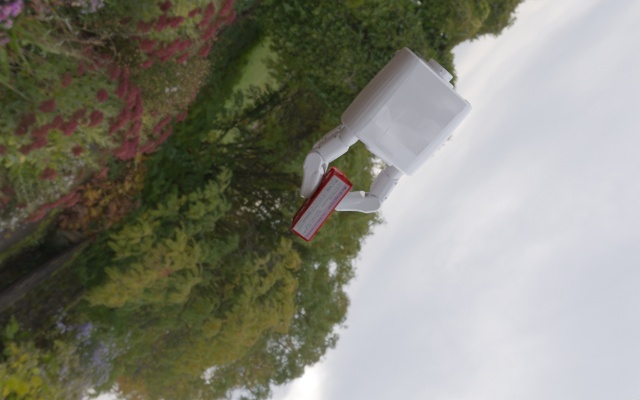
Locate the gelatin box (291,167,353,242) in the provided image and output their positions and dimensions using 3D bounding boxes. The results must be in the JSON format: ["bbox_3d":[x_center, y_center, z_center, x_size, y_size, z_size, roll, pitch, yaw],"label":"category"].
[{"bbox_3d":[0.000,0.002,0.590,0.030,0.089,0.073,36,6,-6],"label":"gelatin box"}]
